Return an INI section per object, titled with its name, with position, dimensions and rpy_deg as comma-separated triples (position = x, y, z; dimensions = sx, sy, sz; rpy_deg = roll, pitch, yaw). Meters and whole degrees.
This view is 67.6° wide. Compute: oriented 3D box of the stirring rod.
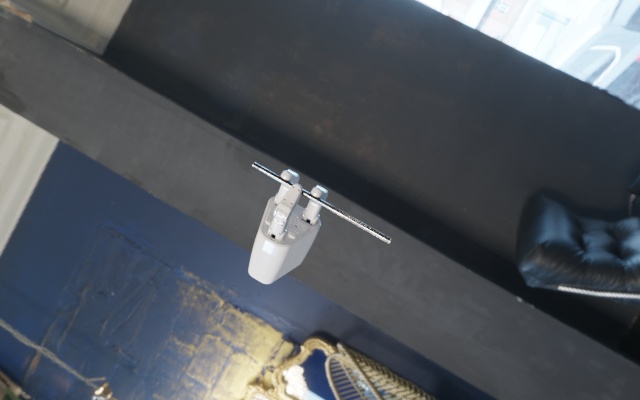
[stirring rod]
position = 0.000, 0.003, 0.727
dimensions = 0.239, 0.011, 0.011
rpy_deg = 29, 4, 7
